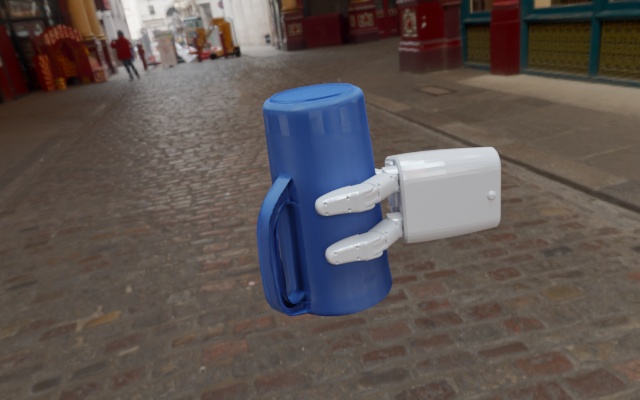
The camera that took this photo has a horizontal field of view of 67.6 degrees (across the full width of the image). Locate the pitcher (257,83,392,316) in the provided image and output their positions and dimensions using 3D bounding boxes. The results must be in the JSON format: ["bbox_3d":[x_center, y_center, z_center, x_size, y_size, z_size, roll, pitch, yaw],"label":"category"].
[{"bbox_3d":[0.000,0.002,0.536,0.145,0.243,0.149,-8,22,1],"label":"pitcher"}]
